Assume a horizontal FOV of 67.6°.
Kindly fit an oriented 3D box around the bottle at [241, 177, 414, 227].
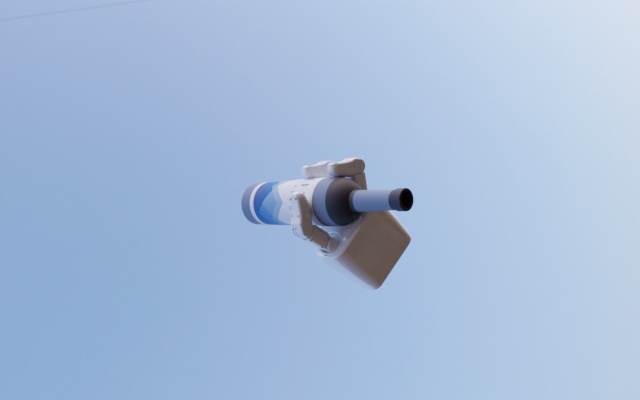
[{"bbox_3d":[0.000,0.002,0.661,0.069,0.069,0.296,0,-1,-43],"label":"bottle"}]
